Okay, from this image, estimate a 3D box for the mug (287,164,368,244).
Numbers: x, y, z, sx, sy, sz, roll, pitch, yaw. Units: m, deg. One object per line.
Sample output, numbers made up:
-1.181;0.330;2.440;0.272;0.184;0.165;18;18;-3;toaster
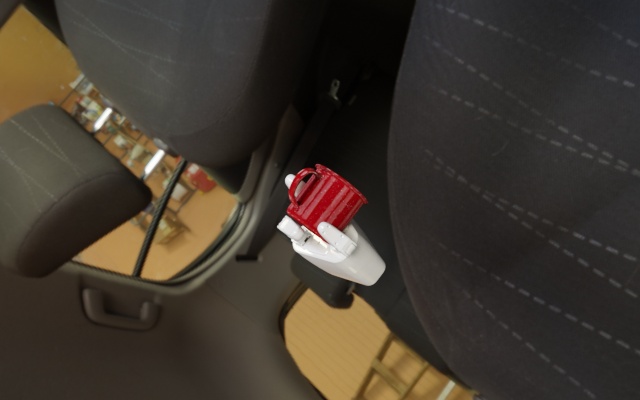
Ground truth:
-0.001;0.002;0.671;0.093;0.081;0.117;31;-8;47;mug
